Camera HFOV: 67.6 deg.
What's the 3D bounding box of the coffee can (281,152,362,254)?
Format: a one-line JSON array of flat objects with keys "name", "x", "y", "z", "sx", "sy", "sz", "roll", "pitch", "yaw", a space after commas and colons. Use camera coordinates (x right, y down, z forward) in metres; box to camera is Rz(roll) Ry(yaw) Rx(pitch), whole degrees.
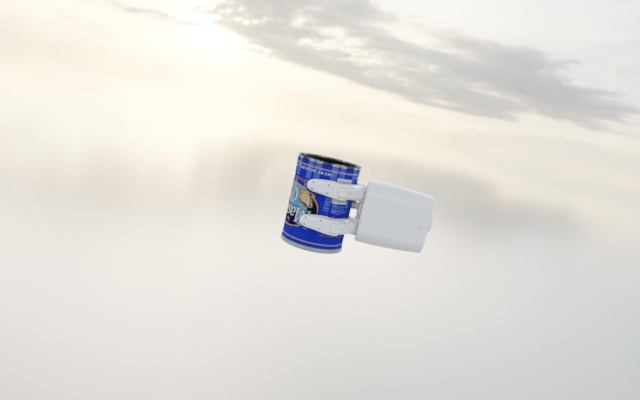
[{"name": "coffee can", "x": 0.000, "y": 0.003, "z": 0.767, "sx": 0.103, "sy": 0.140, "sz": 0.103, "roll": 12, "pitch": 10, "yaw": -2}]
